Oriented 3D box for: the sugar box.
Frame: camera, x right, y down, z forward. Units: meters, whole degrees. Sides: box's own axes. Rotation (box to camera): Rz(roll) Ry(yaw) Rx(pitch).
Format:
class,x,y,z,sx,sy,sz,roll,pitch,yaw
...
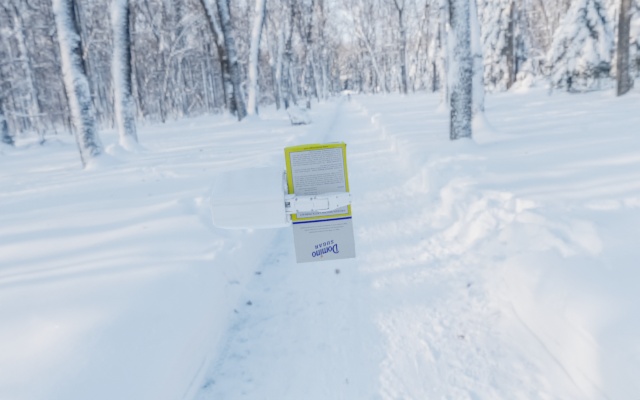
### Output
class,x,y,z,sx,sy,sz,roll,pitch,yaw
sugar box,0.000,0.002,0.726,0.093,0.176,0.048,-5,12,1
